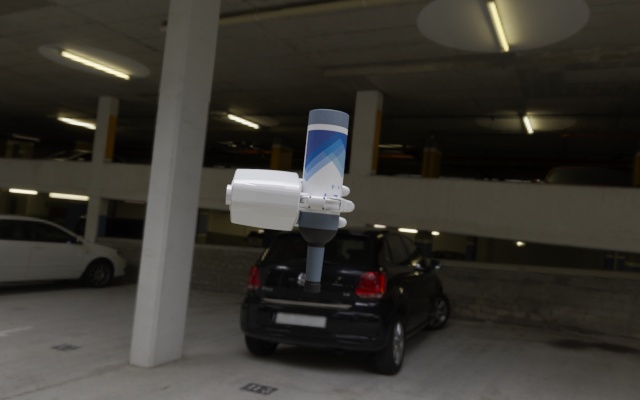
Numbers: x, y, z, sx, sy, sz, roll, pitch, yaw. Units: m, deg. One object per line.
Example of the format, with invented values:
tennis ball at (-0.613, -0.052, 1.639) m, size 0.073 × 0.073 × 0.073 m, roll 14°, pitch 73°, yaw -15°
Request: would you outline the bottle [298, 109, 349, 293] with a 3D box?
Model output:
bottle at (0.000, 0.002, 0.789) m, size 0.069 × 0.295 × 0.069 m, roll 6°, pitch -2°, yaw 0°
